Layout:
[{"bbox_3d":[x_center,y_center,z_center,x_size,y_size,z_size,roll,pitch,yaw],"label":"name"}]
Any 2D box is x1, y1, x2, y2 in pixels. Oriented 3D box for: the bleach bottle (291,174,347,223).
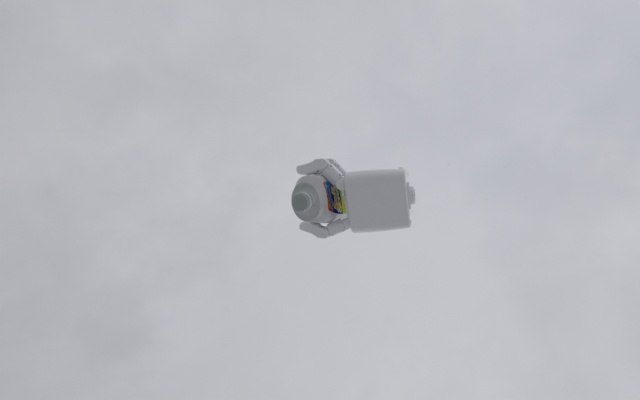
[{"bbox_3d":[0.000,0.003,0.868,0.068,0.102,0.251,-4,3,15],"label":"bleach bottle"}]
